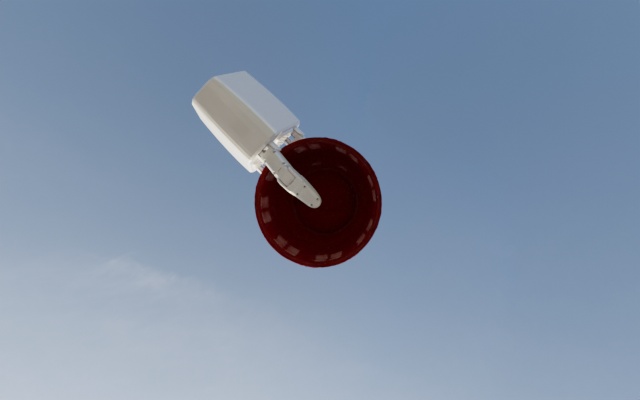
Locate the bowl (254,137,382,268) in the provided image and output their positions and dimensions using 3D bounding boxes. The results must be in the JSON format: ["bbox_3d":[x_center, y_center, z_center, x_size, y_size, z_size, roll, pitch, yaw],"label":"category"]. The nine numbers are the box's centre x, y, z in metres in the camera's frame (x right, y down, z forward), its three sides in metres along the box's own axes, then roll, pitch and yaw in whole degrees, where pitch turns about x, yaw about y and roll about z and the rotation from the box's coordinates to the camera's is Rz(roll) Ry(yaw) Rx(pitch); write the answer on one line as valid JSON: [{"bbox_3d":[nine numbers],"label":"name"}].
[{"bbox_3d":[0.001,0.003,0.613,0.162,0.162,0.055,0,1,12],"label":"bowl"}]
